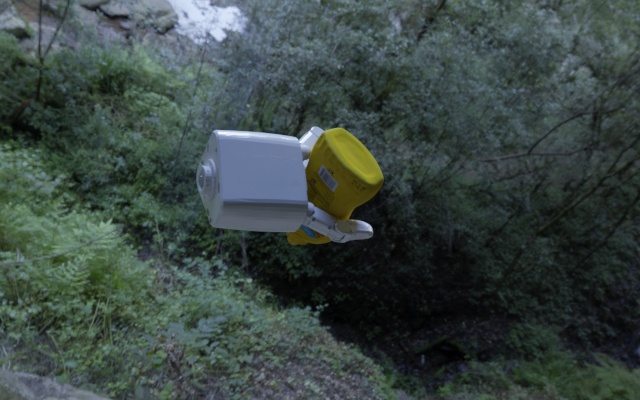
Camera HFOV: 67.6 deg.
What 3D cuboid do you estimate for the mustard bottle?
[{"bbox_3d":[0.000,0.002,0.631,0.058,0.096,0.192,-23,-22,-43],"label":"mustard bottle"}]
